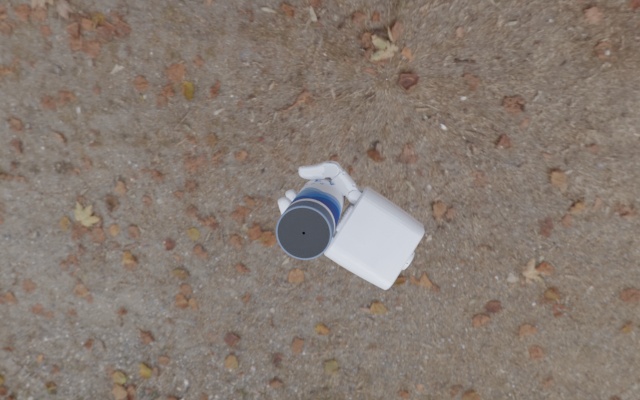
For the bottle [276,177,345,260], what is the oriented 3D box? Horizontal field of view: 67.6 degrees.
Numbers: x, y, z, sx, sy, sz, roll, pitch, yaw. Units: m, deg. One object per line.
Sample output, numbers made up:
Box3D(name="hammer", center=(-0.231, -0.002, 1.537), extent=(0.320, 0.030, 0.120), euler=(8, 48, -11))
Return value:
Box3D(name="bottle", center=(0.000, 0.002, 0.693), extent=(0.069, 0.069, 0.295), euler=(0, 14, 8))
